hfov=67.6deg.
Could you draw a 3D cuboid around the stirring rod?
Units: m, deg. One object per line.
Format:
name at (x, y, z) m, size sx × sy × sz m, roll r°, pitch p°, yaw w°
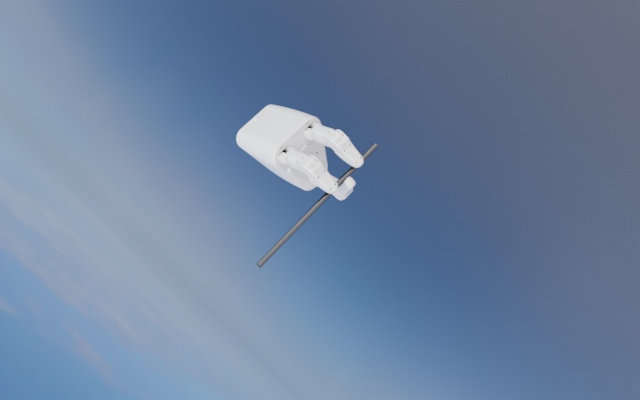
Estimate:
stirring rod at (0.000, 0.002, 0.652) m, size 0.239 × 0.011 × 0.011 m, roll -46°, pitch 17°, yaw -18°
